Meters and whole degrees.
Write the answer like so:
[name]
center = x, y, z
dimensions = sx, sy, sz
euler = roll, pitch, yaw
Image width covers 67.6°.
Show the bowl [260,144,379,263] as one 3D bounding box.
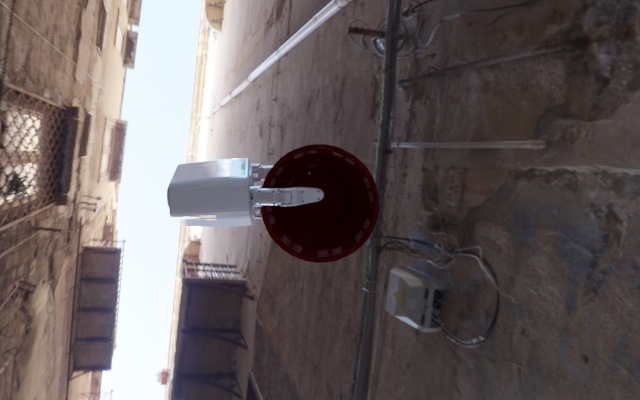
[bowl]
center = 0.001, 0.002, 0.668
dimensions = 0.162, 0.162, 0.055
euler = 0, 7, 5
